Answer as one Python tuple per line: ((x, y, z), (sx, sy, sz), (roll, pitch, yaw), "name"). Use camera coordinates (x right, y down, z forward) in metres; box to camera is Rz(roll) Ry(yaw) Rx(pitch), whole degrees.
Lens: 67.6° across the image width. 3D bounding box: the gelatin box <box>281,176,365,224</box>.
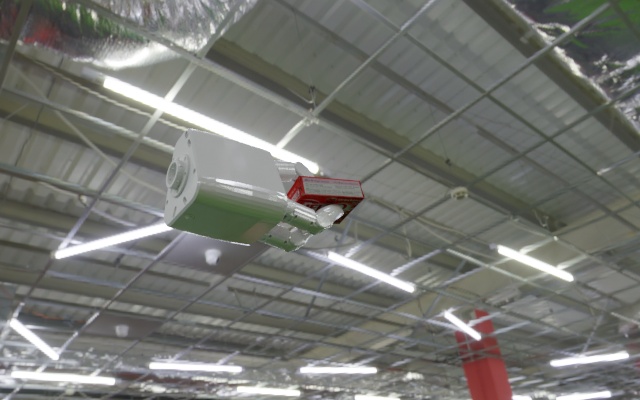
((0.000, 0.002, 0.615), (0.089, 0.030, 0.073), (3, -31, -27), "gelatin box")
